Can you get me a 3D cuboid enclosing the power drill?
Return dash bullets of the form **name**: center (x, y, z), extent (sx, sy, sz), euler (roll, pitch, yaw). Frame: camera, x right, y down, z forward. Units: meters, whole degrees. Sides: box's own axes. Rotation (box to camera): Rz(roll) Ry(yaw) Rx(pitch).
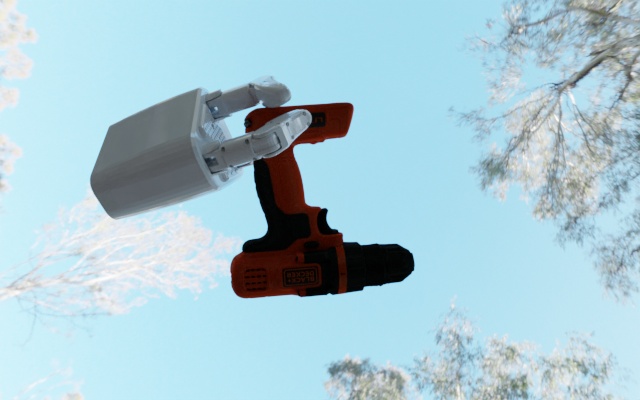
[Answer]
- **power drill**: center (0.000, 0.001, 0.468), extent (0.184, 0.187, 0.057), euler (-4, 4, -9)
